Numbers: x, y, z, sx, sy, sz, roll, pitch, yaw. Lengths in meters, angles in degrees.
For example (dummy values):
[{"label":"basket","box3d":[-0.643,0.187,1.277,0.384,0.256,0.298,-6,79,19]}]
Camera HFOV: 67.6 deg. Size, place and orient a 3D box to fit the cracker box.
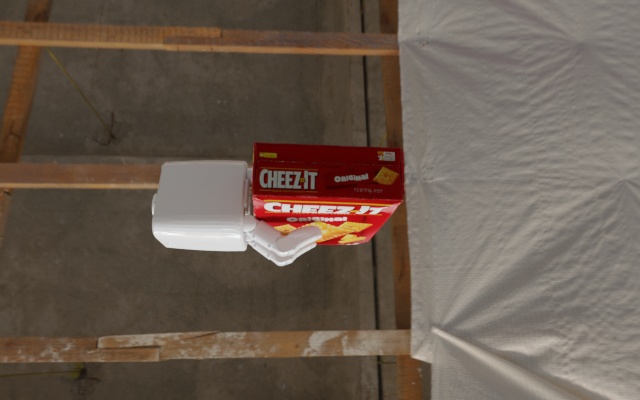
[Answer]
[{"label":"cracker box","box3d":[0.000,0.002,0.604,0.164,0.072,0.214,1,-17,-5]}]
